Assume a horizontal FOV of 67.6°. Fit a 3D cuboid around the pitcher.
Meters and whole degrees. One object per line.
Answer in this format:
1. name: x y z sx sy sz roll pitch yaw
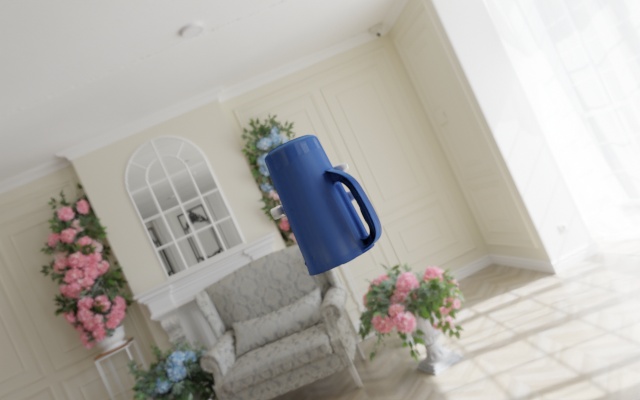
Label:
1. pitcher: 0.000 0.003 0.879 0.149 0.243 0.145 -25 0 -5
